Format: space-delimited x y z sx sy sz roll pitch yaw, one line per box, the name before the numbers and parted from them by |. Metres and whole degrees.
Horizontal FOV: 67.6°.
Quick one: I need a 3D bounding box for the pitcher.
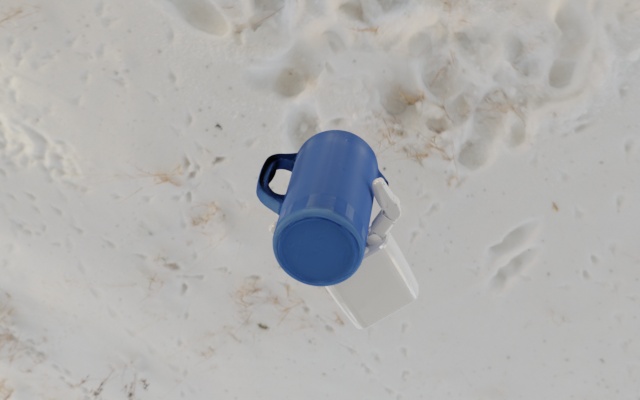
pitcher | 0.000 0.002 0.648 0.149 0.145 0.242 -26 20 19
